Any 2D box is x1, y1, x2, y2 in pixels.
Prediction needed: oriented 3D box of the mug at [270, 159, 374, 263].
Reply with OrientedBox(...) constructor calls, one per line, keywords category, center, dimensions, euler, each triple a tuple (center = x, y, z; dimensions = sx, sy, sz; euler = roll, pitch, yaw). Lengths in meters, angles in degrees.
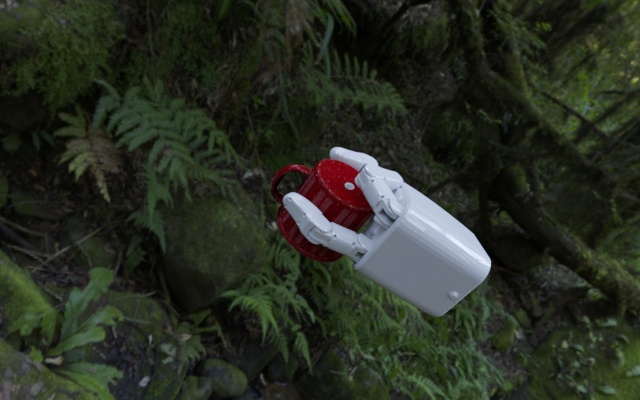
OrientedBox(category="mug", center=(-0.001, 0.001, 0.534), dimensions=(0.117, 0.081, 0.093), euler=(33, 32, -6))
